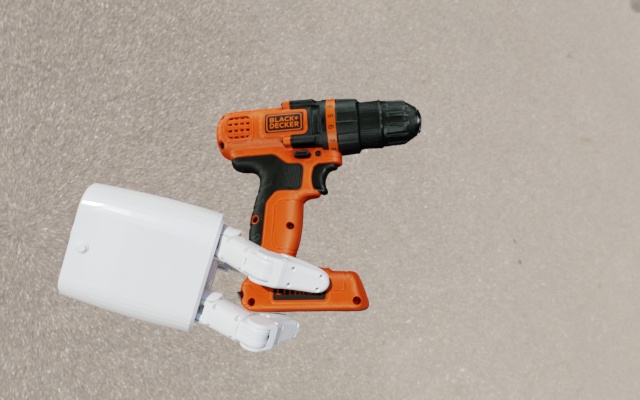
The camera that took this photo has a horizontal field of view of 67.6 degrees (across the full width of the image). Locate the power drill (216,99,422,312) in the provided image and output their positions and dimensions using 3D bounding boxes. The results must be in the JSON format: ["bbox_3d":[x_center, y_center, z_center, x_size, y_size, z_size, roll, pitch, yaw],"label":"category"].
[{"bbox_3d":[0.000,0.002,0.416,0.184,0.187,0.057,-4,-16,8],"label":"power drill"}]
